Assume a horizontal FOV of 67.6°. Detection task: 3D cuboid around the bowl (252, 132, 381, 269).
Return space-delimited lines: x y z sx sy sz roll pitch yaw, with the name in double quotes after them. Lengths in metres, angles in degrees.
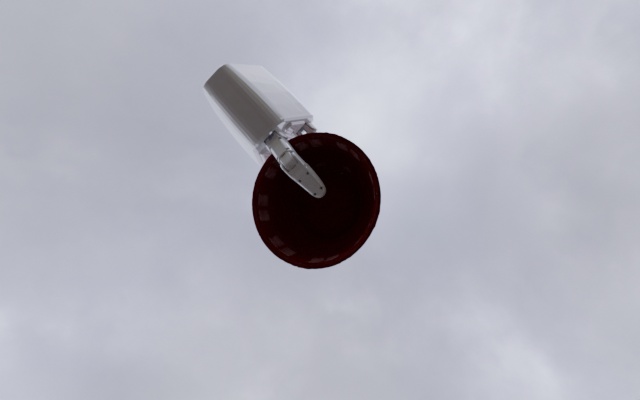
0.001 0.003 0.581 0.162 0.162 0.055 0 -7 20 "bowl"
